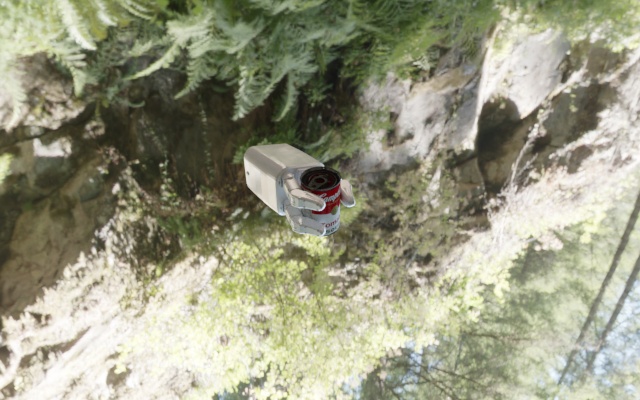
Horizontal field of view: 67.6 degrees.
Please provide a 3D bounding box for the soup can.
[{"bbox_3d":[0.001,0.003,0.812,0.068,0.102,0.068,0,37,0],"label":"soup can"}]
